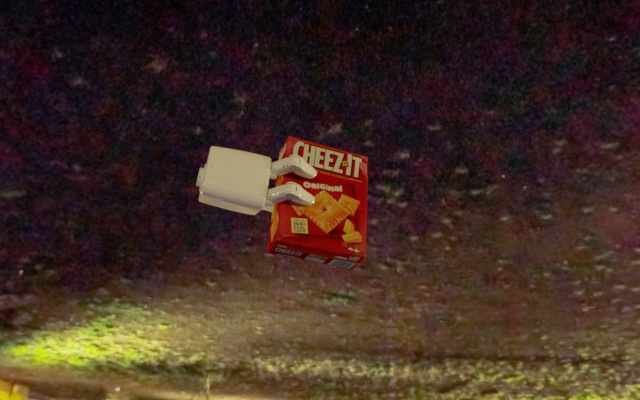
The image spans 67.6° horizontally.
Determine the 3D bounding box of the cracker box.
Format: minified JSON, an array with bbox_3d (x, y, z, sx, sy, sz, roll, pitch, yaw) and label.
[{"bbox_3d":[0.000,0.003,0.863,0.164,0.213,0.072,13,-30,-16],"label":"cracker box"}]
